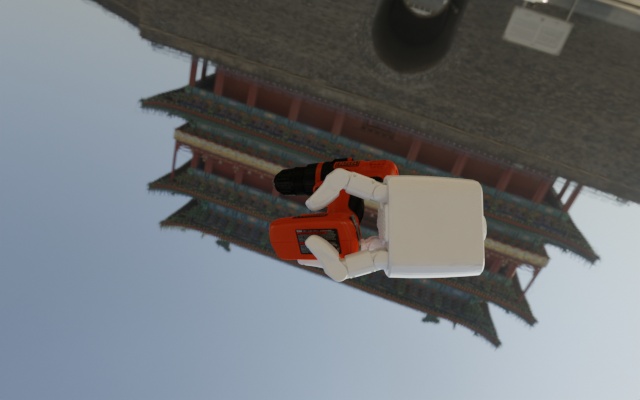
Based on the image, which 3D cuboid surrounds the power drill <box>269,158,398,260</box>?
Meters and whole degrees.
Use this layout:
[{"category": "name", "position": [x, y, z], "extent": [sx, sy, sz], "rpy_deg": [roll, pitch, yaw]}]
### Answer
[{"category": "power drill", "position": [0.000, 0.002, 0.626], "extent": [0.184, 0.057, 0.187], "rpy_deg": [-4, 29, 20]}]
